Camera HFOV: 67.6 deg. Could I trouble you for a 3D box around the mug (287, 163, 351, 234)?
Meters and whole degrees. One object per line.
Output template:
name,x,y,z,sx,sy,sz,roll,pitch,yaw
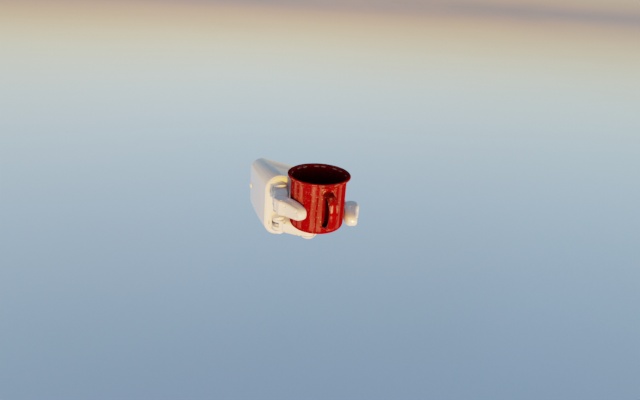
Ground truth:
mug,0.001,0.003,0.700,0.093,0.081,0.117,-6,25,-21
